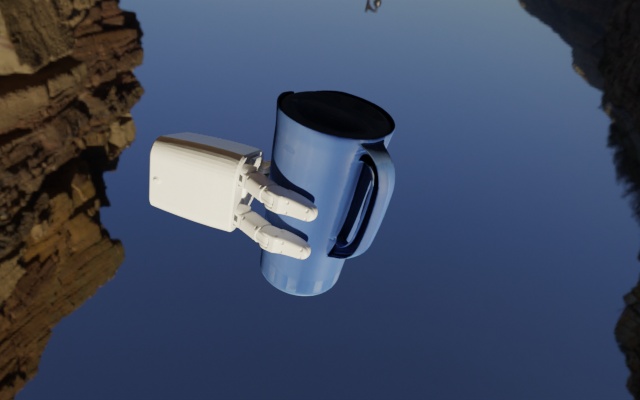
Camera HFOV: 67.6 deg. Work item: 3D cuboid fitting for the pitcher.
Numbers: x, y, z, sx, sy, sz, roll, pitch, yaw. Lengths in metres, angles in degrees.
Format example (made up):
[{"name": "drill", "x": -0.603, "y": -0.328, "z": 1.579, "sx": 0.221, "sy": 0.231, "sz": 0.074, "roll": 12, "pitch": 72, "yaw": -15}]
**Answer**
[{"name": "pitcher", "x": 0.000, "y": 0.002, "z": 0.575, "sx": 0.145, "sy": 0.243, "sz": 0.149, "roll": 15, "pitch": 32, "yaw": 3}]
